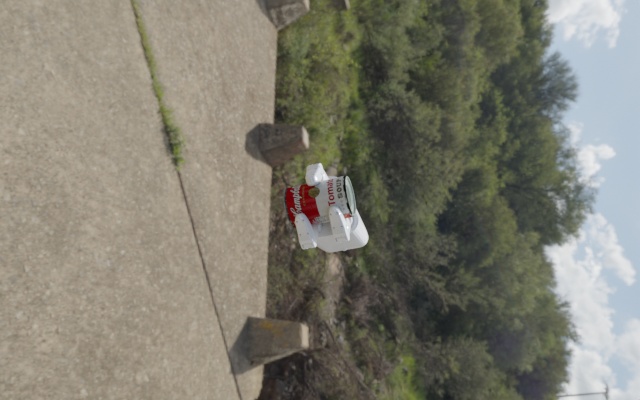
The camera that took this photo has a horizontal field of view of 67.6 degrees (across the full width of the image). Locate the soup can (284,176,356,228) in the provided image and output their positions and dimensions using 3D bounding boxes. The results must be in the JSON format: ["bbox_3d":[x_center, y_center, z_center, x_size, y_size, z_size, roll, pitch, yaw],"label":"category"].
[{"bbox_3d":[0.000,0.002,0.768,0.102,0.068,0.068,-11,-3,14],"label":"soup can"}]
